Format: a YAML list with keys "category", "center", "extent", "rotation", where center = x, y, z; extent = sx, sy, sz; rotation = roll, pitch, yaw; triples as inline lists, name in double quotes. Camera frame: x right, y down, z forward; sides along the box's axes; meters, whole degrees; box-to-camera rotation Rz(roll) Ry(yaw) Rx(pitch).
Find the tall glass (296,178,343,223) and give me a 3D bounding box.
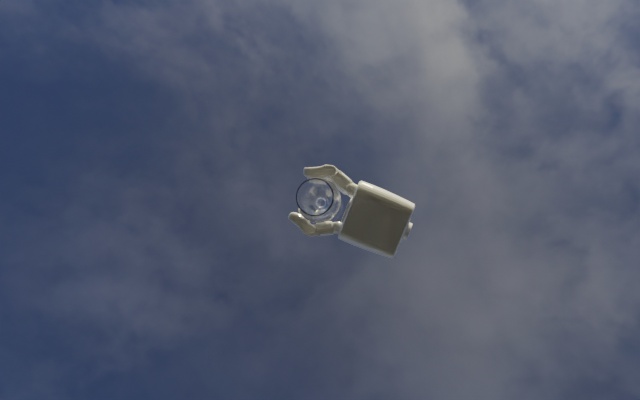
- category: "tall glass"
  center: [0.000, 0.003, 0.866]
  extent: [0.079, 0.079, 0.201]
  rotation: [0, -5, 6]
